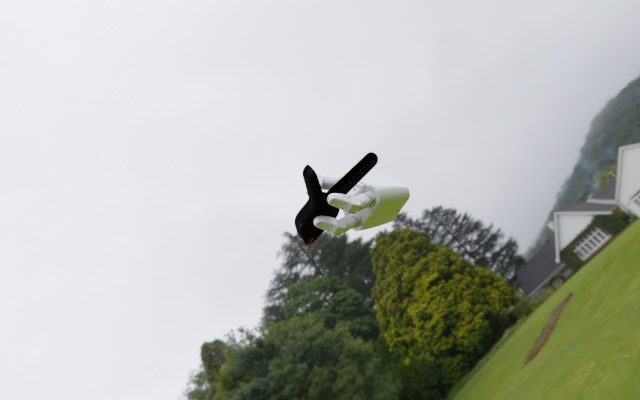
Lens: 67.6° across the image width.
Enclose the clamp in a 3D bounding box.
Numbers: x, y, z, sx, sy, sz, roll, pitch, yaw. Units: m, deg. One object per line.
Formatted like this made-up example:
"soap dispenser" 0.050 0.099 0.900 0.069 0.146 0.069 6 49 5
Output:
"clamp" 0.000 0.003 0.841 0.164 0.210 0.036 -8 49 -45
